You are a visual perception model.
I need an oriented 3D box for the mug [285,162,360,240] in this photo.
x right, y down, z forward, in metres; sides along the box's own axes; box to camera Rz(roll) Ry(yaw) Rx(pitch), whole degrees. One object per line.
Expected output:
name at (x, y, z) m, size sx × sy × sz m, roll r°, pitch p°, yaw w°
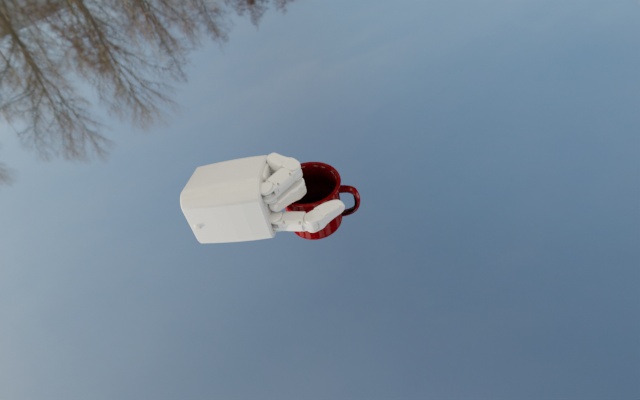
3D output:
mug at (0.002, 0.002, 0.702) m, size 0.117 × 0.093 × 0.082 m, roll -5°, pitch -46°, yaw 7°
